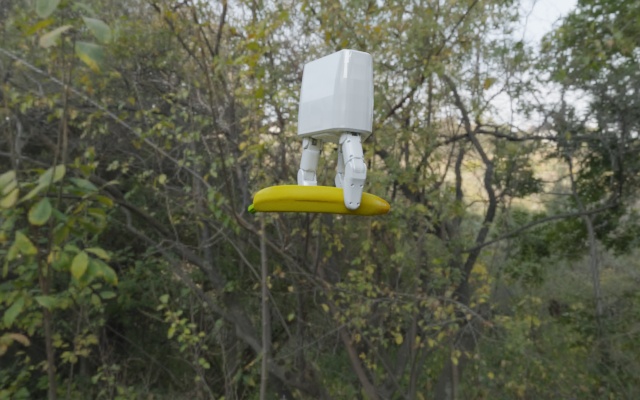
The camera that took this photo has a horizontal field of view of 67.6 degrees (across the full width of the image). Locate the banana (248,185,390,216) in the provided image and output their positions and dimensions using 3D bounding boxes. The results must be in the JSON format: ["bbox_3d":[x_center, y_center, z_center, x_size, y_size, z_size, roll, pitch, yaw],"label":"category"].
[{"bbox_3d":[-0.005,0.000,0.638,0.198,0.037,0.069,2,-5,4],"label":"banana"}]
